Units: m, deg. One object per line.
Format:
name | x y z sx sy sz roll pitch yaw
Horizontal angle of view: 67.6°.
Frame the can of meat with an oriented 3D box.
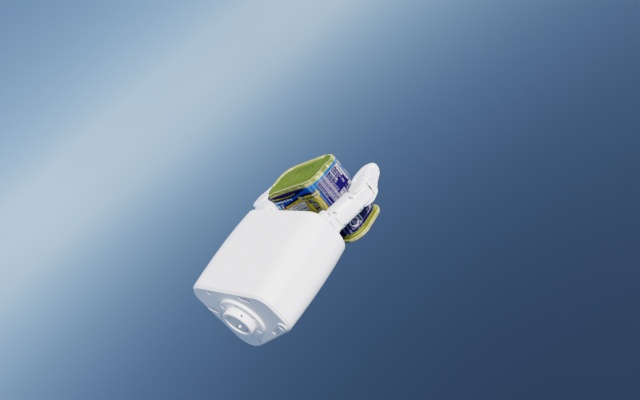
can of meat | 0.000 0.001 0.535 0.102 0.084 0.057 -16 31 50
